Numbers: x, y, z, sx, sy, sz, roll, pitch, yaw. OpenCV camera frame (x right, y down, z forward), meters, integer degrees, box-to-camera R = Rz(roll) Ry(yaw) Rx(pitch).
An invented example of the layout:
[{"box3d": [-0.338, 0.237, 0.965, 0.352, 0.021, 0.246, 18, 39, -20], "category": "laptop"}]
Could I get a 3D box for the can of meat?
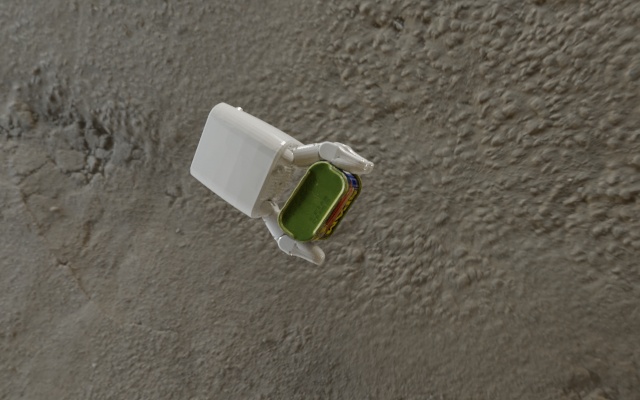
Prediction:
[{"box3d": [0.000, 0.002, 0.585, 0.057, 0.102, 0.084, 35, 9, 12], "category": "can of meat"}]
